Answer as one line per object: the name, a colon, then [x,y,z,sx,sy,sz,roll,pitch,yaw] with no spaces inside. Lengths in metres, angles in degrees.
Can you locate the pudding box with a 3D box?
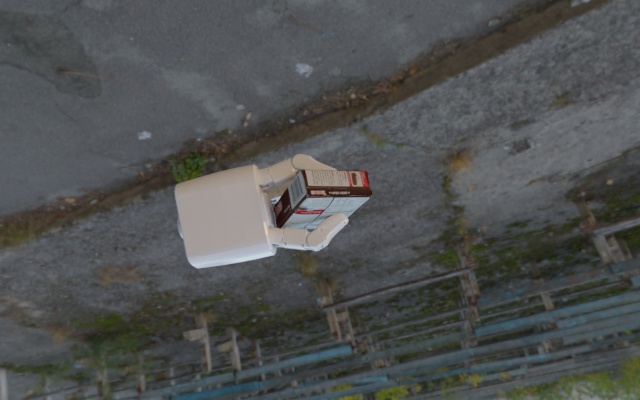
pudding box: [0.000,0.002,0.603,0.090,0.039,0.113,-1,-22,-25]
